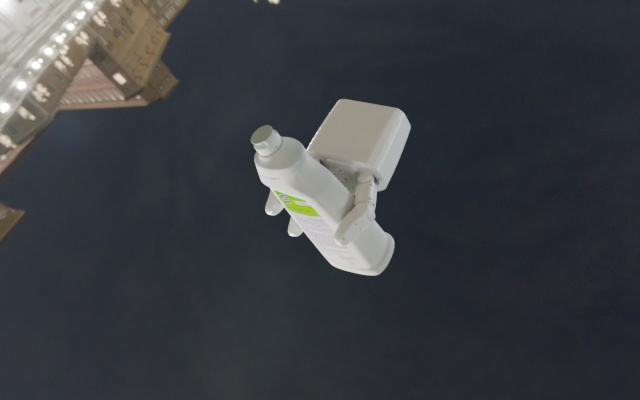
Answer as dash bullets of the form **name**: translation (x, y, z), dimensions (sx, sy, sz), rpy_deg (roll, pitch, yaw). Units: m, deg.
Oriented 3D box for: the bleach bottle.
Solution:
- **bleach bottle**: translation (0.000, 0.002, 0.603), dimensions (0.102, 0.068, 0.251), rpy_deg (5, -33, 38)
